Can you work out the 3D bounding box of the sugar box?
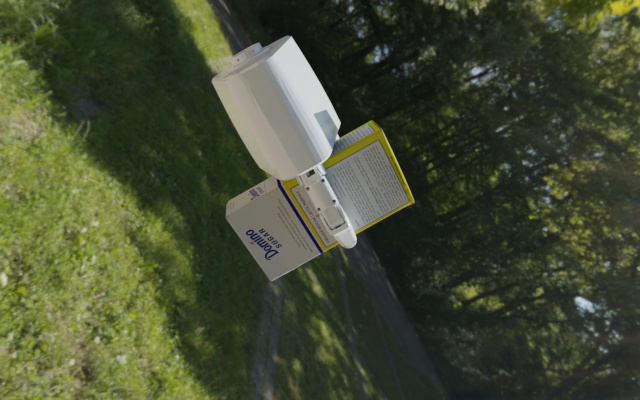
[{"bbox_3d":[0.000,0.001,0.498,0.176,0.093,0.048,-27,25,5],"label":"sugar box"}]
